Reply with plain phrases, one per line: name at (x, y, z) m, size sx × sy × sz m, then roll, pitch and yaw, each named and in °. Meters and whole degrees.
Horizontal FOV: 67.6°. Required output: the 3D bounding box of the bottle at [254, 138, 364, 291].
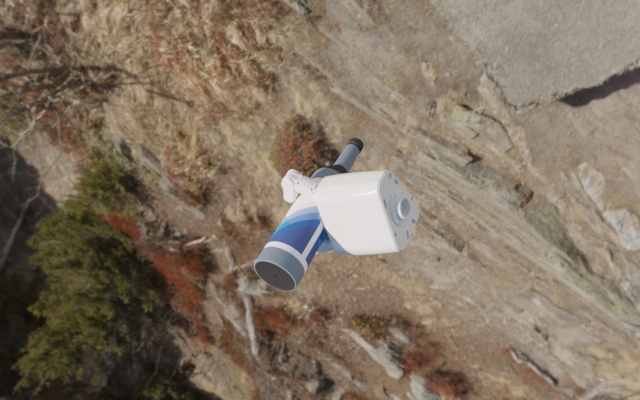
bottle at (0.000, 0.003, 0.735) m, size 0.069 × 0.069 × 0.295 m, roll 0°, pitch 43°, yaw 35°
